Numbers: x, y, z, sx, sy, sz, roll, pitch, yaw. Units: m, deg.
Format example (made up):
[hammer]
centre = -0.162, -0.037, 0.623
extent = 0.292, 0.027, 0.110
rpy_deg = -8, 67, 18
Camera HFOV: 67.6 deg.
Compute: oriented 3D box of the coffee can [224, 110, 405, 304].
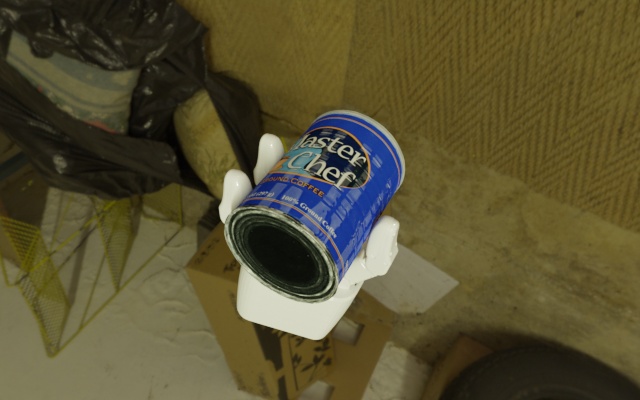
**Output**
[coffee can]
centre = 0.000, 0.001, 0.411
extent = 0.103, 0.103, 0.140
rpy_deg = 0, 38, 36
